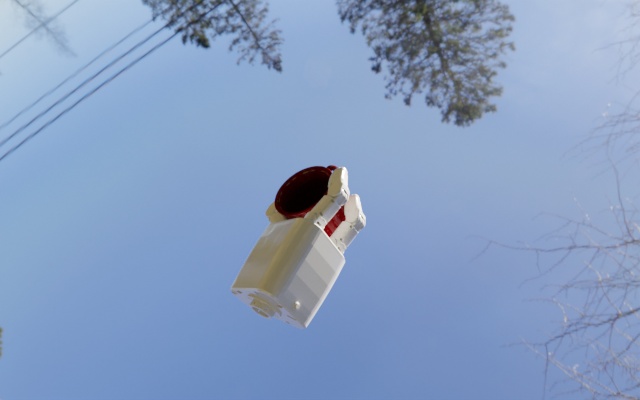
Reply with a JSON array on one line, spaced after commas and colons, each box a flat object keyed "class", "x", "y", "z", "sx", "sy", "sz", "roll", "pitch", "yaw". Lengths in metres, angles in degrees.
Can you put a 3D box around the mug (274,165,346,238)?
[{"class": "mug", "x": 0.001, "y": 0.001, "z": 0.691, "sx": 0.093, "sy": 0.117, "sz": 0.081, "roll": 7, "pitch": -36, "yaw": 42}]
